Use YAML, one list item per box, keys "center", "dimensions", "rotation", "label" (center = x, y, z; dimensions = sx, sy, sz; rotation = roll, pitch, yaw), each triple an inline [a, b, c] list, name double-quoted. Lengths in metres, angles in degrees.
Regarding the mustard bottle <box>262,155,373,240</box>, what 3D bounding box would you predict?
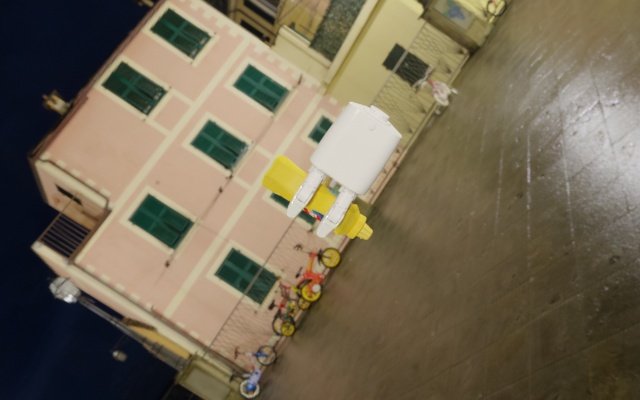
- center: [0.000, 0.003, 0.760]
  dimensions: [0.191, 0.058, 0.096]
  rotation: [33, -7, -3]
  label: "mustard bottle"
